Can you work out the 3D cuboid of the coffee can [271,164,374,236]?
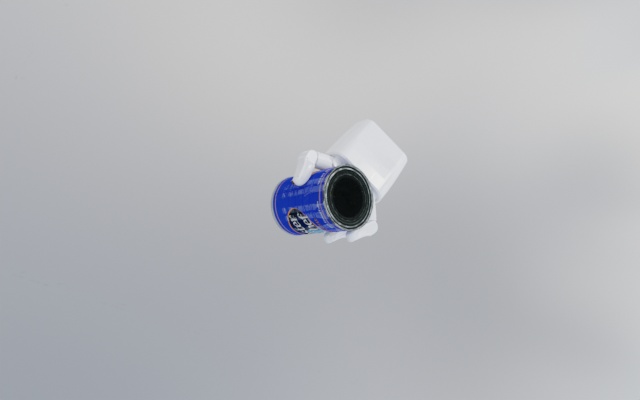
[{"bbox_3d":[0.000,0.003,0.769,0.103,0.103,0.140,0,-6,-39],"label":"coffee can"}]
